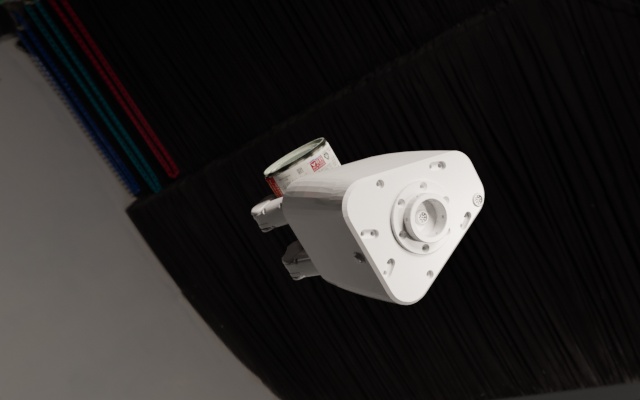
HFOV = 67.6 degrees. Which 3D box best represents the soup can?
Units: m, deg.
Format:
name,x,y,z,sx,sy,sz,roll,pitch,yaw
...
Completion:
name,x,y,z,sx,sy,sz,roll,pitch,yaw
soup can,0.000,0.001,0.449,0.068,0.102,0.068,-29,13,8
